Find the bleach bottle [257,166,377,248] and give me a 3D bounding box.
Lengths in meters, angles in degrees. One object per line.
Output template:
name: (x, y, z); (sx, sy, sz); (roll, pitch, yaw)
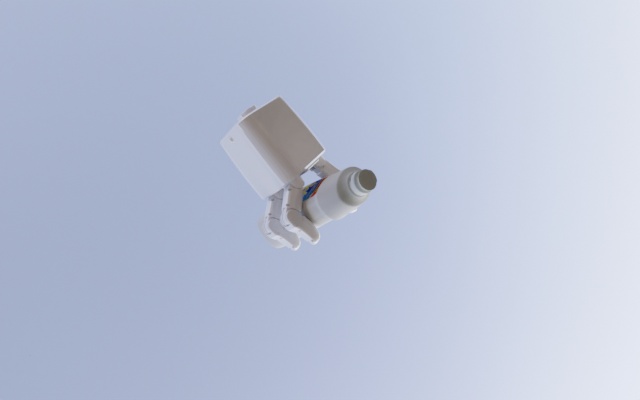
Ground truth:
bleach bottle: (0.000, 0.002, 0.693); (0.102, 0.068, 0.251); (-45, 10, -33)
